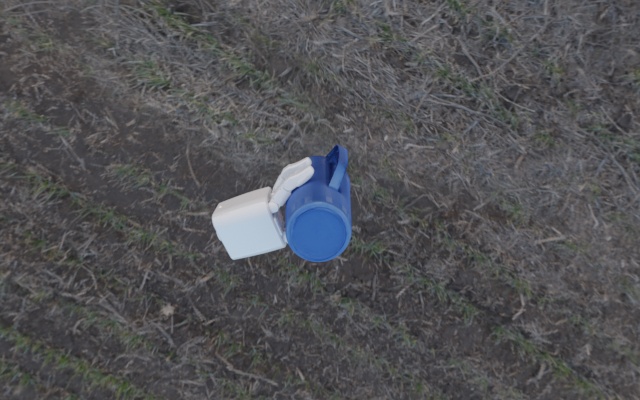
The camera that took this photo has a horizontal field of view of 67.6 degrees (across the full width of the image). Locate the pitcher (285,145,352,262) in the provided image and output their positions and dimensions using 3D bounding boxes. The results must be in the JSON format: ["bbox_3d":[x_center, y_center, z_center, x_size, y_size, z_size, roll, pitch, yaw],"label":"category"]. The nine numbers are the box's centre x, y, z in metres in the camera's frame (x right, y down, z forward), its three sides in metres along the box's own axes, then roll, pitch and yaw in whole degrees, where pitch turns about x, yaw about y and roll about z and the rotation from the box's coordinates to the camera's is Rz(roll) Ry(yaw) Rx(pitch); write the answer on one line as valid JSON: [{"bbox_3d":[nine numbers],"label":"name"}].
[{"bbox_3d":[0.000,0.003,0.873,0.145,0.149,0.242,-16,20,5],"label":"pitcher"}]
